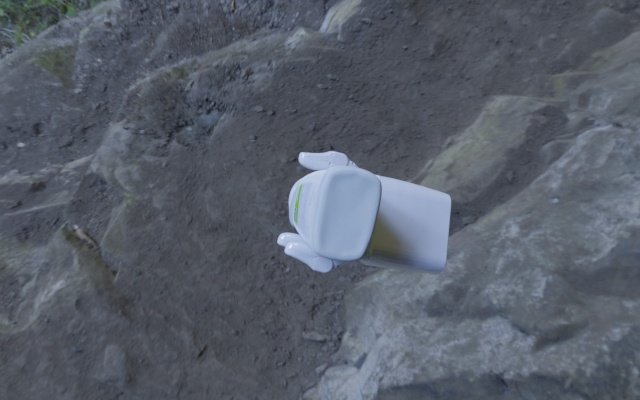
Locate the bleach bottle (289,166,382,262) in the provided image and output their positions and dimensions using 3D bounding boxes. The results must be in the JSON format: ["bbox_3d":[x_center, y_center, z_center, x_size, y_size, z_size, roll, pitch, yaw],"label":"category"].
[{"bbox_3d":[0.000,0.002,0.607,0.068,0.102,0.251,11,4,-14],"label":"bleach bottle"}]
